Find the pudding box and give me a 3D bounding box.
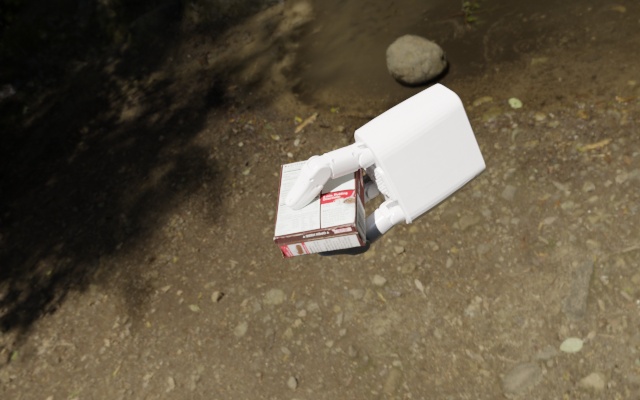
[{"bbox_3d":[0.000,0.002,0.515,0.090,0.113,0.039,-11,-45,14],"label":"pudding box"}]
